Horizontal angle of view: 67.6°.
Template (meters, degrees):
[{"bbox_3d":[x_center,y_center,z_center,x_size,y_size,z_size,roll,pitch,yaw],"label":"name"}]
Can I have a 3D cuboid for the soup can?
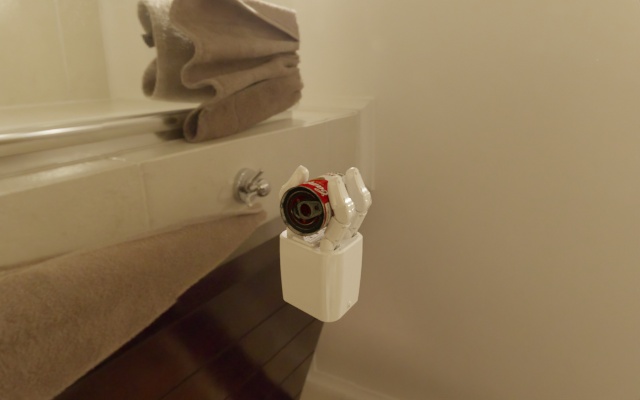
[{"bbox_3d":[0.000,0.002,0.659,0.068,0.068,0.102,0,14,30],"label":"soup can"}]
